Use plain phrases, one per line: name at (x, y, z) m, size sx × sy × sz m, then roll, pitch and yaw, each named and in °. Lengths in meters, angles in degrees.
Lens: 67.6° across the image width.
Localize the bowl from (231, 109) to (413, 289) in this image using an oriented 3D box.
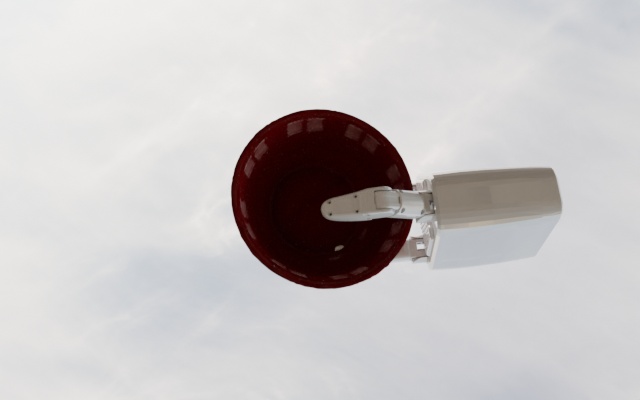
bowl at (-0.001, 0.001, 0.436) m, size 0.162 × 0.162 × 0.055 m, roll 0°, pitch -15°, yaw -10°
